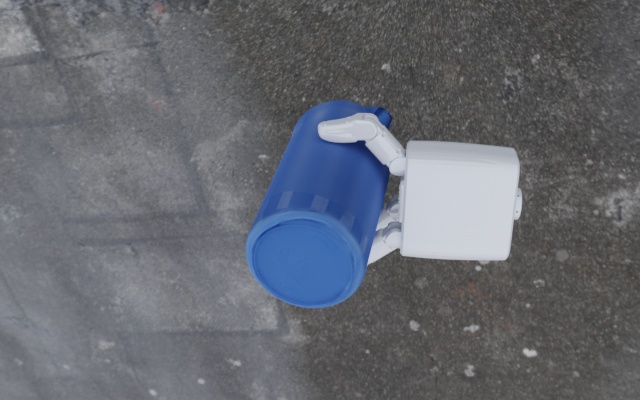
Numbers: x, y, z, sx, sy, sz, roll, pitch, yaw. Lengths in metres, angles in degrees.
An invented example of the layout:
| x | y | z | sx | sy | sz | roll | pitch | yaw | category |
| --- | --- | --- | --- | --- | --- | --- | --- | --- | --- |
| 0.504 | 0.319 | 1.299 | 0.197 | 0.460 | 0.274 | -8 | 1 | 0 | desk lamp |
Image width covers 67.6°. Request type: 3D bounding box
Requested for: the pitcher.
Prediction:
| x | y | z | sx | sy | sz | roll | pitch | yaw | category |
| --- | --- | --- | --- | --- | --- | --- | --- | --- | --- |
| 0.000 | 0.002 | 0.514 | 0.145 | 0.149 | 0.242 | 4 | 31 | 11 | pitcher |
